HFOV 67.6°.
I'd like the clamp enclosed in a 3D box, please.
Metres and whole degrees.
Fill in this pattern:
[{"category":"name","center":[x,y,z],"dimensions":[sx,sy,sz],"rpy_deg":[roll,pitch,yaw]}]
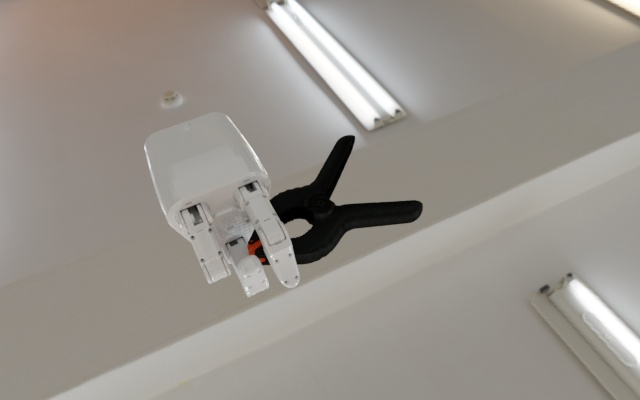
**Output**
[{"category":"clamp","center":[0.000,0.002,0.471],"dimensions":[0.171,0.120,0.039],"rpy_deg":[-23,-36,-15]}]
